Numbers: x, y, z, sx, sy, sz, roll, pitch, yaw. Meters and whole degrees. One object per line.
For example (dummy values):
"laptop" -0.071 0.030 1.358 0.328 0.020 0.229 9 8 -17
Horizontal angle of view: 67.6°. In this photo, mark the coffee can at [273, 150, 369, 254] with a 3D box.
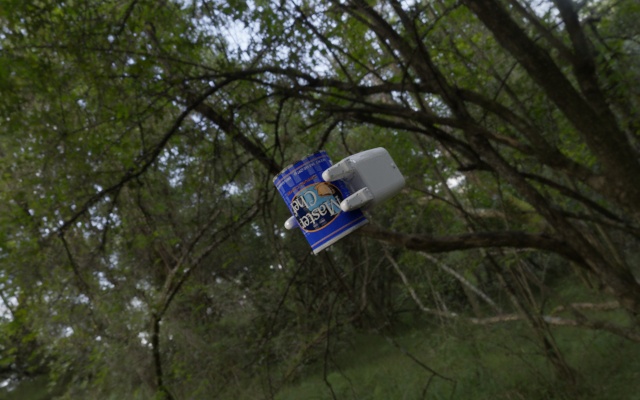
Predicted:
"coffee can" 0.000 0.003 0.786 0.103 0.140 0.103 -30 -6 -3
